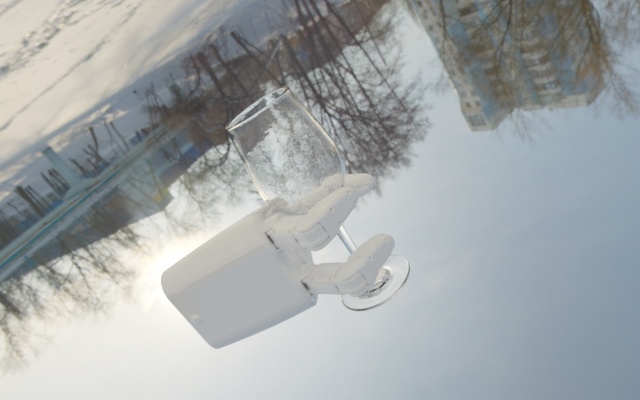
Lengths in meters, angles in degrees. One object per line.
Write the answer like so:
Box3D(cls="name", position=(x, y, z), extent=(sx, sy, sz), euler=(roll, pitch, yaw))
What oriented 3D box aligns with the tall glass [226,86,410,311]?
Box3D(cls="tall glass", position=(0.001, 0.002, 0.422), extent=(0.079, 0.201, 0.079), euler=(-29, 22, 12))
